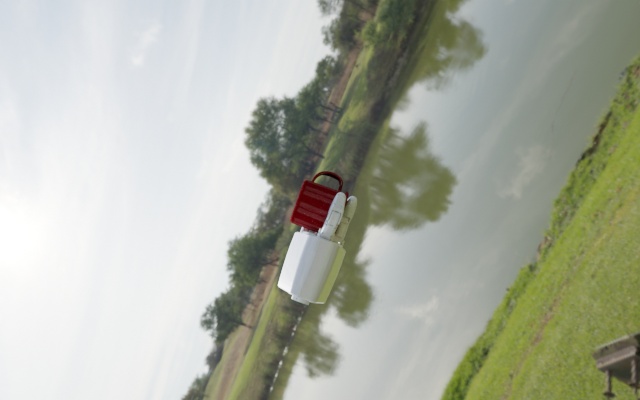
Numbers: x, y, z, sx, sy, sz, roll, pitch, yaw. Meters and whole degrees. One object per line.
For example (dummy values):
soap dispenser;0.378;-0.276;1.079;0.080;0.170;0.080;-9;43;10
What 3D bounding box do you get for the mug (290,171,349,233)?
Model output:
mug;0.000;0.001;0.849;0.081;0.117;0.093;20;-9;-3
